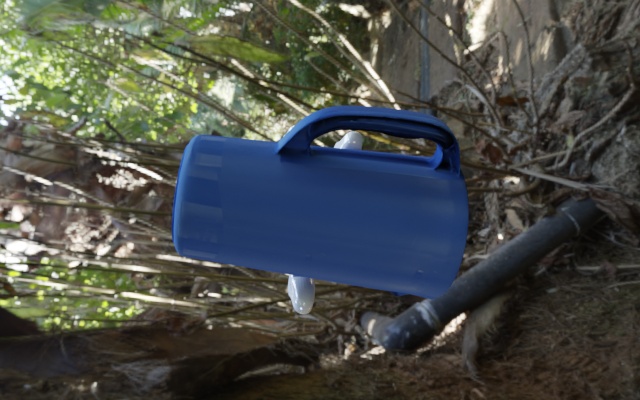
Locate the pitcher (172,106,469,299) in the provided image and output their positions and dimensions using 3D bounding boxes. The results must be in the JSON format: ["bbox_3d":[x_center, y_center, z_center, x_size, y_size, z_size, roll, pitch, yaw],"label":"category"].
[{"bbox_3d":[0.000,0.002,0.430,0.243,0.149,0.145,8,-13,-9],"label":"pitcher"}]
